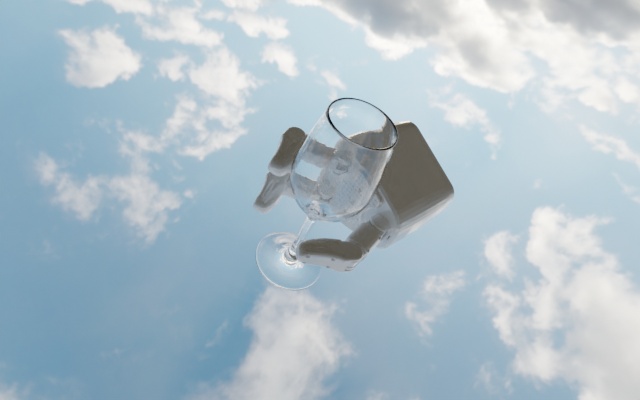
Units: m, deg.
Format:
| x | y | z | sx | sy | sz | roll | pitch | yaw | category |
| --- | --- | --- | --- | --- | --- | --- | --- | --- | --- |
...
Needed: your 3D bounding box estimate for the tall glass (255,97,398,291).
| x | y | z | sx | sy | sz | roll | pitch | yaw | category |
| --- | --- | --- | --- | --- | --- | --- | --- | --- | --- |
| 0.000 | 0.002 | 0.446 | 0.079 | 0.079 | 0.201 | 0 | -39 | -26 | tall glass |
